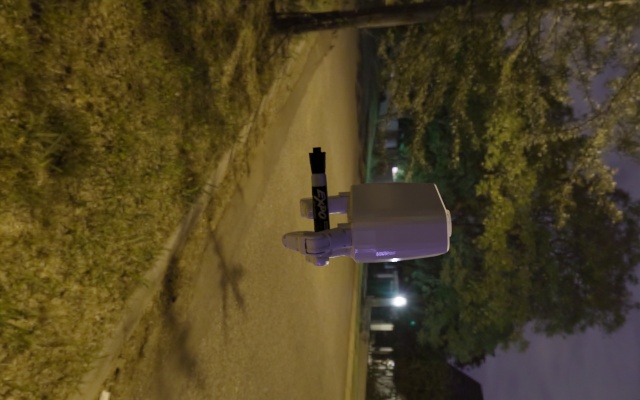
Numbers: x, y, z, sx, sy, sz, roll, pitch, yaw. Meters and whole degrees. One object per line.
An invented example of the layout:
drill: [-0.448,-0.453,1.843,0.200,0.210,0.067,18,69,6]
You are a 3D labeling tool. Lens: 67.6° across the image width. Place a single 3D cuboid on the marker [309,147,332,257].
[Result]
marker: [0.000,0.002,0.528,0.020,0.121,0.020,-4,9,1]
